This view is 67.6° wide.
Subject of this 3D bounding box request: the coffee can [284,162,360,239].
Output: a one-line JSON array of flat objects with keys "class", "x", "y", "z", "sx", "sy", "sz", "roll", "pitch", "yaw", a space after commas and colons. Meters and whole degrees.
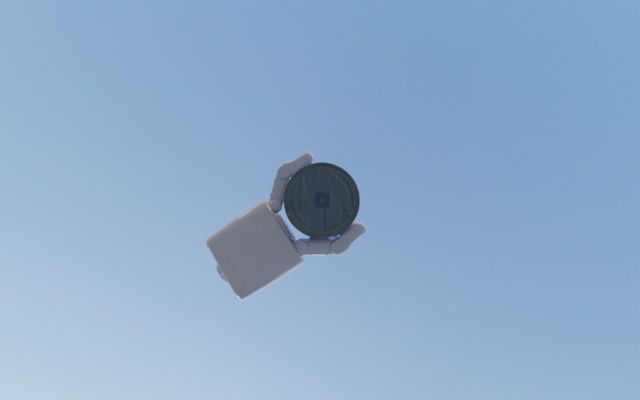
[{"class": "coffee can", "x": 0.000, "y": 0.002, "z": 0.707, "sx": 0.103, "sy": 0.103, "sz": 0.140, "roll": 0, "pitch": -2, "yaw": -1}]
